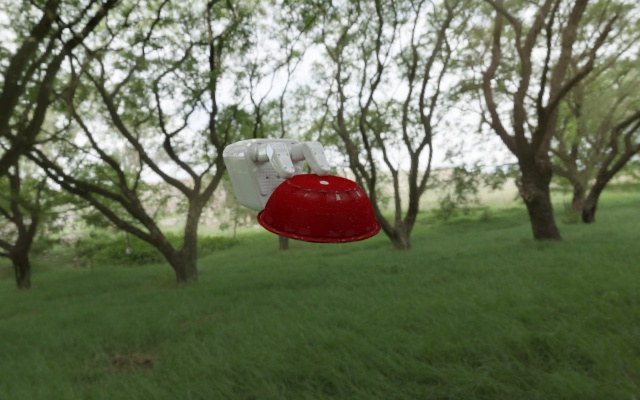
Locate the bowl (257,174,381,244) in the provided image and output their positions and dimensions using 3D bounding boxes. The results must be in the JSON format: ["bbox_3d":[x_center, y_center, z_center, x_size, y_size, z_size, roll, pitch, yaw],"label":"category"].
[{"bbox_3d":[0.001,0.002,0.615,0.162,0.055,0.162,5,16,-1],"label":"bowl"}]
